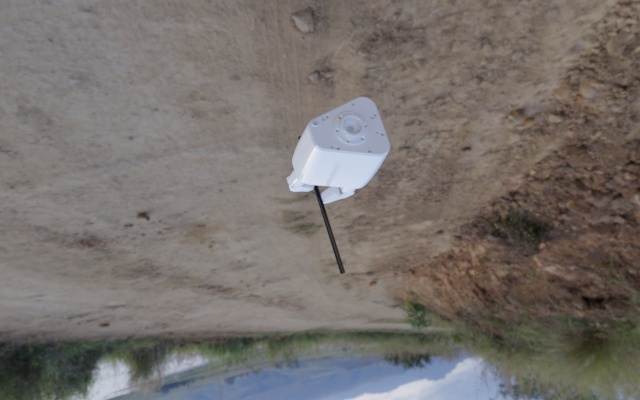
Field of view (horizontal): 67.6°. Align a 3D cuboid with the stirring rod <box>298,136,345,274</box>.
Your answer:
[{"bbox_3d":[0.000,0.002,0.773,0.011,0.239,0.011,-16,-16,-5],"label":"stirring rod"}]
